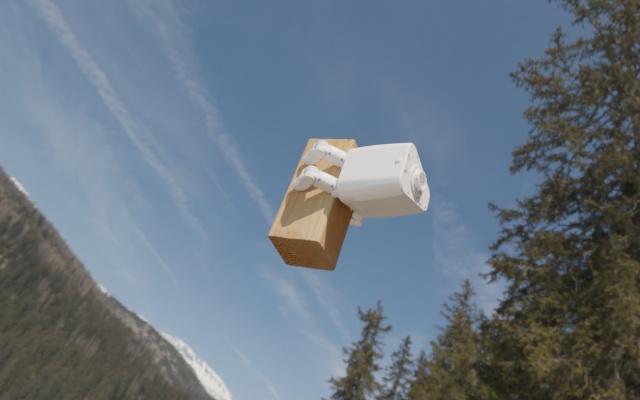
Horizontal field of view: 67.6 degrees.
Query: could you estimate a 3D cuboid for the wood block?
[{"bbox_3d":[0.001,0.003,0.798,0.090,0.206,0.091,4,-36,24],"label":"wood block"}]
